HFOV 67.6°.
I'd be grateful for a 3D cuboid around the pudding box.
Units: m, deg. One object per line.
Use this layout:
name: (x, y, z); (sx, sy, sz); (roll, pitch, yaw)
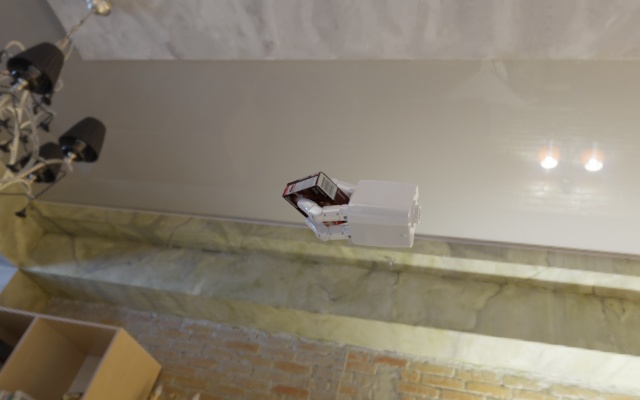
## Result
pudding box: (0.000, 0.003, 0.882); (0.090, 0.039, 0.113); (-18, -51, 39)
